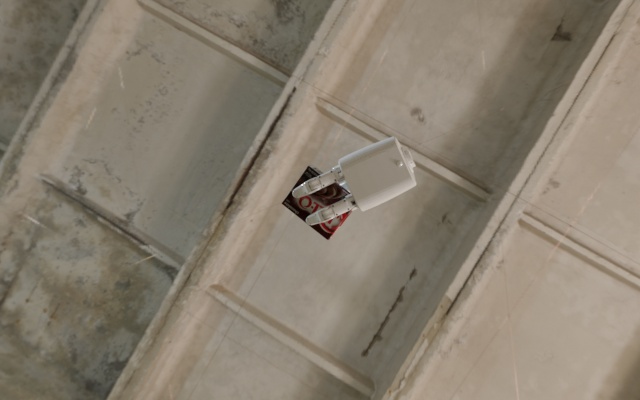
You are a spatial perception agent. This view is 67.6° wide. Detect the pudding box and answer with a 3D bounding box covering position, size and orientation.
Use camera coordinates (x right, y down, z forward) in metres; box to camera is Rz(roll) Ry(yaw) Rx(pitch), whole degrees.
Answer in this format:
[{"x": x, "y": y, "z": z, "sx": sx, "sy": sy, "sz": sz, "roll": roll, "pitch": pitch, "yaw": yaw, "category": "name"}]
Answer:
[{"x": 0.000, "y": 0.003, "z": 0.873, "sx": 0.113, "sy": 0.090, "sz": 0.039, "roll": 38, "pitch": 15, "yaw": 7, "category": "pudding box"}]
